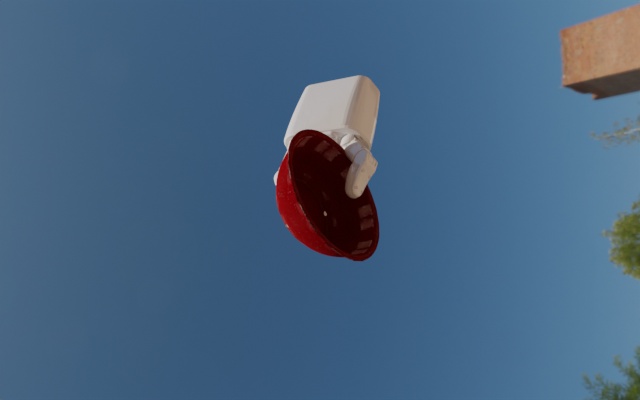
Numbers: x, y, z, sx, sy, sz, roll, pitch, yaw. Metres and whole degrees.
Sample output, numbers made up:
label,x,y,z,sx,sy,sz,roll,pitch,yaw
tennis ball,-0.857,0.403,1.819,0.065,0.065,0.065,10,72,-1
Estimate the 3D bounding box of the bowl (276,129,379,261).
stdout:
label,x,y,z,sx,sy,sz,roll,pitch,yaw
bowl,-0.001,0.003,0.547,0.055,0.162,0.162,-28,-15,30
